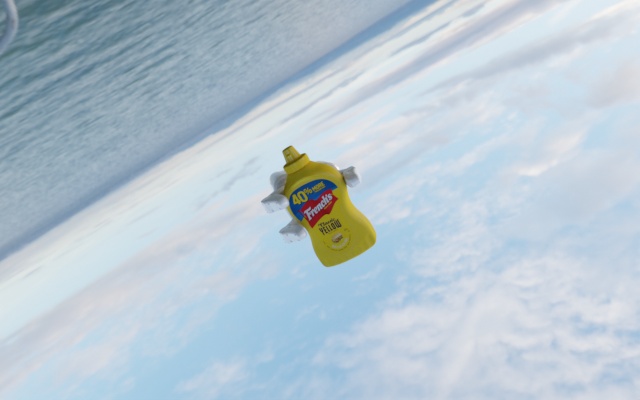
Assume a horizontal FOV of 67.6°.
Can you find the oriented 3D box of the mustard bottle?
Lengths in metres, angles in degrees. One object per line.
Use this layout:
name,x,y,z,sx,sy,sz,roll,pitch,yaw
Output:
mustard bottle,0.000,0.003,0.716,0.096,0.192,0.058,-27,15,17
